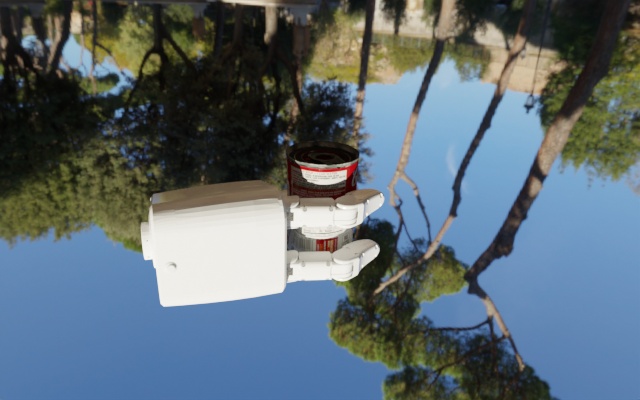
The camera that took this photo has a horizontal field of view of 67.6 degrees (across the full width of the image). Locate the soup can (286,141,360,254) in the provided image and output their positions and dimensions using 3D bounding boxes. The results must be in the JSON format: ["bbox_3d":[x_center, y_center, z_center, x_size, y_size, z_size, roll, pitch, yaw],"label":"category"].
[{"bbox_3d":[0.001,0.002,0.458,0.068,0.102,0.068,2,25,-1],"label":"soup can"}]
